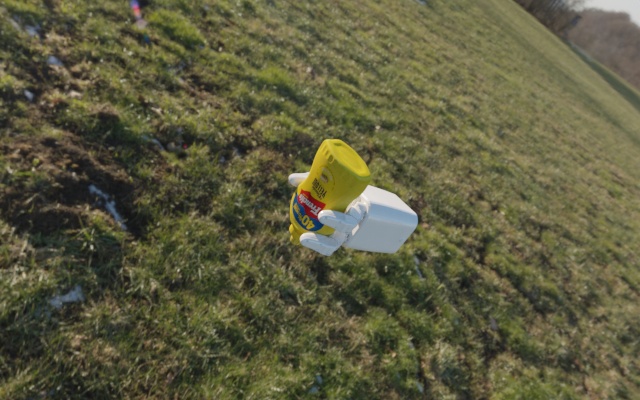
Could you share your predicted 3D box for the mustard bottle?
[{"bbox_3d":[0.000,0.002,0.765,0.058,0.192,0.096,-8,51,-45],"label":"mustard bottle"}]
